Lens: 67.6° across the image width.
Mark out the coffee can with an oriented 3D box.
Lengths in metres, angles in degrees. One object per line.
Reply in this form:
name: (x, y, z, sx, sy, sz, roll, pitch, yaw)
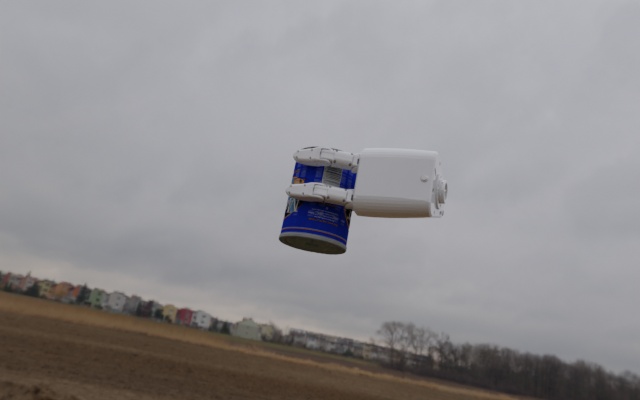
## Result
coffee can: (0.000, 0.003, 0.732, 0.103, 0.140, 0.103, 10, -17, 3)
